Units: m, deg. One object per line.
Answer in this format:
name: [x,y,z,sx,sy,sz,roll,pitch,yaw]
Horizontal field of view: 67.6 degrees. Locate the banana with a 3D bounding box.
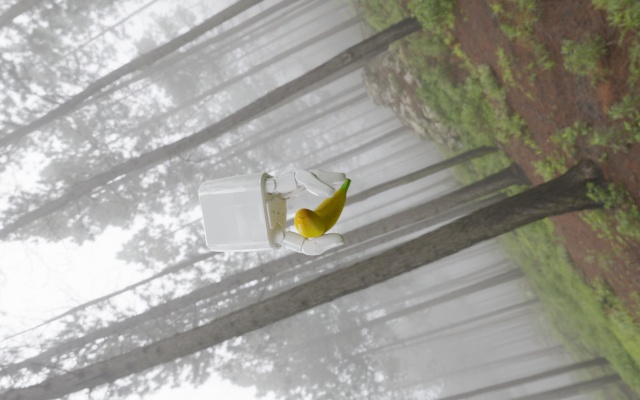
banana: [-0.001,0.019,0.699,0.037,0.070,0.197,11,19,16]
